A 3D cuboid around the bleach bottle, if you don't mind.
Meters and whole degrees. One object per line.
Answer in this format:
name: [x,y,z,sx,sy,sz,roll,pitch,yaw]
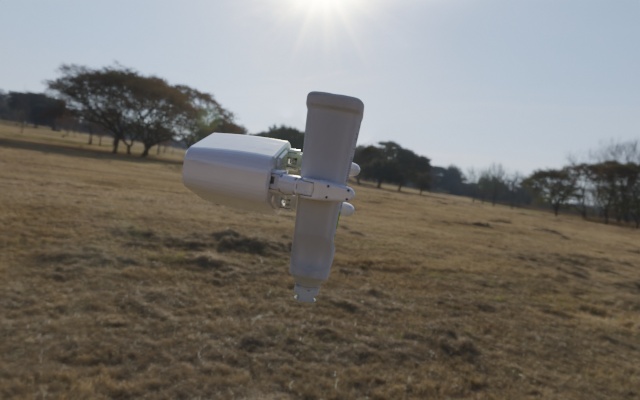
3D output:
bleach bottle: [0.000,0.002,0.583,0.068,0.251,0.102,10,5,5]
